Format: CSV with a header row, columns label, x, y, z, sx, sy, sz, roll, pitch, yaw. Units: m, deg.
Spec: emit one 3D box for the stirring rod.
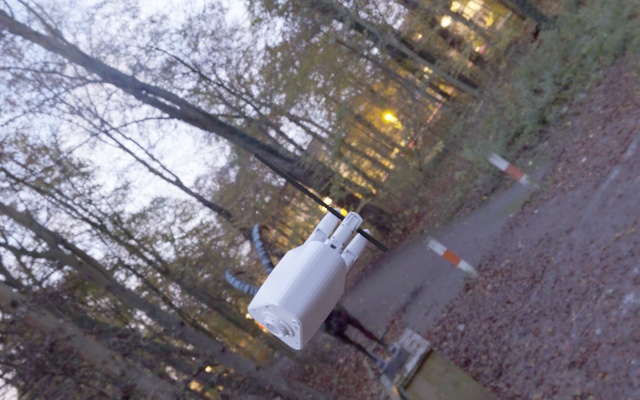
label,x,y,z,sx,sy,sz,roll,pitch,yaw
stirring rod,0.000,0.002,0.705,0.239,0.011,0.011,36,3,4
